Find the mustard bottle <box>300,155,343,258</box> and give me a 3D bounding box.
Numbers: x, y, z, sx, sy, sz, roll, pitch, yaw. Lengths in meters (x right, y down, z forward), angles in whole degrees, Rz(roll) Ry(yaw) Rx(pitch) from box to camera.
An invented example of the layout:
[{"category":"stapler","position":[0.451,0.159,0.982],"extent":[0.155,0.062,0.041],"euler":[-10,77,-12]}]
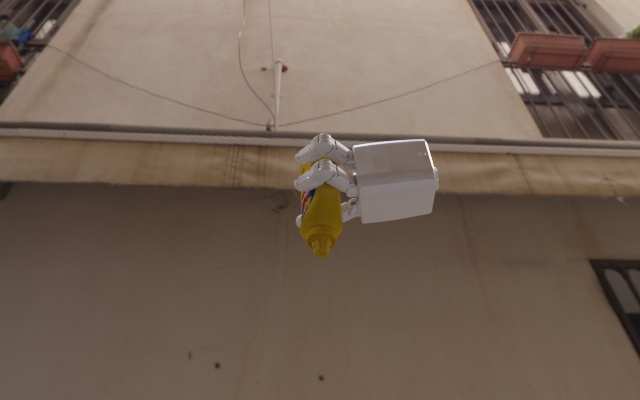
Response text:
[{"category":"mustard bottle","position":[0.000,0.002,0.687],"extent":[0.058,0.191,0.096],"euler":[11,-46,-13]}]
